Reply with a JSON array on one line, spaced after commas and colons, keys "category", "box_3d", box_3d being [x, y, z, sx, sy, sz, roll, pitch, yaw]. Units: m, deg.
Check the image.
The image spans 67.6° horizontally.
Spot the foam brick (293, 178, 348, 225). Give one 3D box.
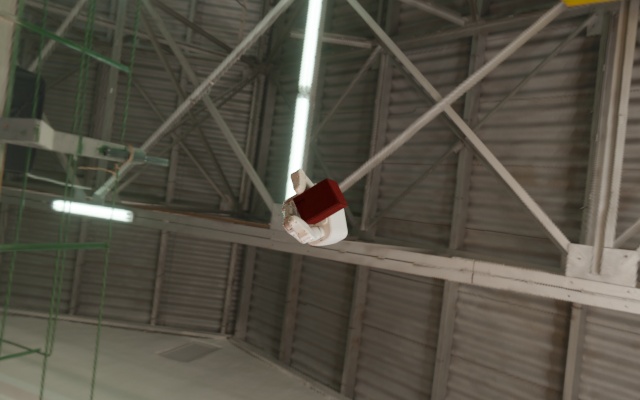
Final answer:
[{"category": "foam brick", "box_3d": [0.000, 0.003, 0.860, 0.078, 0.053, 0.051, -30, -15, 18]}]
